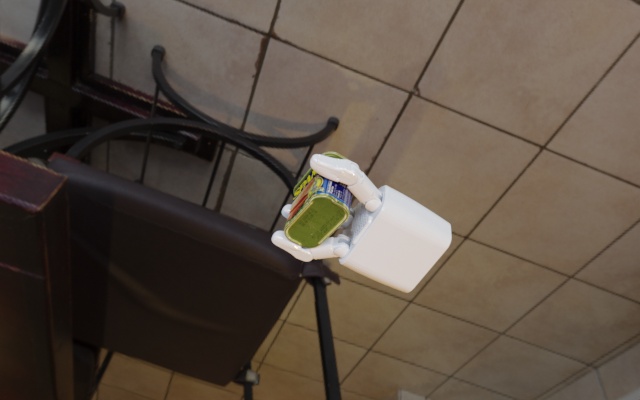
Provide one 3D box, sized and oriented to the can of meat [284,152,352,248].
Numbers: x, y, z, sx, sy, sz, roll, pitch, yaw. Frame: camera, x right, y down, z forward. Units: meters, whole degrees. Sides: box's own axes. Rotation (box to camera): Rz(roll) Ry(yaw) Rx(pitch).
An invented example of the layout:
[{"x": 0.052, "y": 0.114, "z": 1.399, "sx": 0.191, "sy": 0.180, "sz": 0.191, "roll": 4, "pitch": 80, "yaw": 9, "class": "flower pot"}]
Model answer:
[{"x": 0.000, "y": 0.002, "z": 0.614, "sx": 0.057, "sy": 0.084, "sz": 0.102, "roll": 30, "pitch": -49, "yaw": -15, "class": "can of meat"}]
